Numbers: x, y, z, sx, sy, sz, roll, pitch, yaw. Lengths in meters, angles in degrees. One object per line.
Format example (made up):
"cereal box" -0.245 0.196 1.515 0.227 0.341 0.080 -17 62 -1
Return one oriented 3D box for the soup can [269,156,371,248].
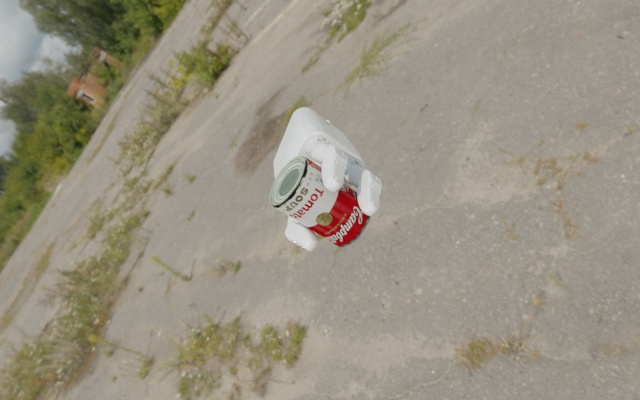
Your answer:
"soup can" 0.000 0.002 0.554 0.102 0.068 0.068 33 -17 -27
